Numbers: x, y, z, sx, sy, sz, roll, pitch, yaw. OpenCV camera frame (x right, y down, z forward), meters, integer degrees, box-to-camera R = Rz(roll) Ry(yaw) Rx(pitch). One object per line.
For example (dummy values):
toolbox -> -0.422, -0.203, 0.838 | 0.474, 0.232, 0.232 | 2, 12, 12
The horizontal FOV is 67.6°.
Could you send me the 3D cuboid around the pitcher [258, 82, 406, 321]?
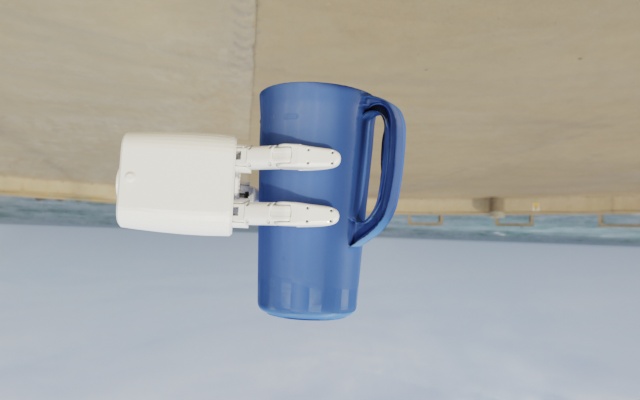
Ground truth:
pitcher -> 0.000, 0.002, 0.519 | 0.145, 0.243, 0.149 | 4, -4, -10
